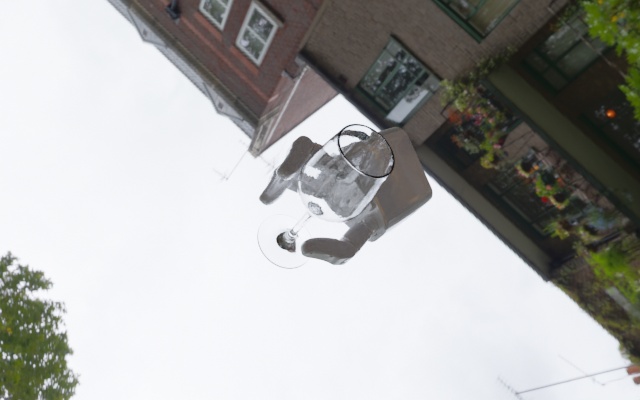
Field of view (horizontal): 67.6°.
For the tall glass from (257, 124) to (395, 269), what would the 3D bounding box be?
[{"bbox_3d":[0.000,0.002,0.519,0.079,0.079,0.201,0,-29,-30],"label":"tall glass"}]
